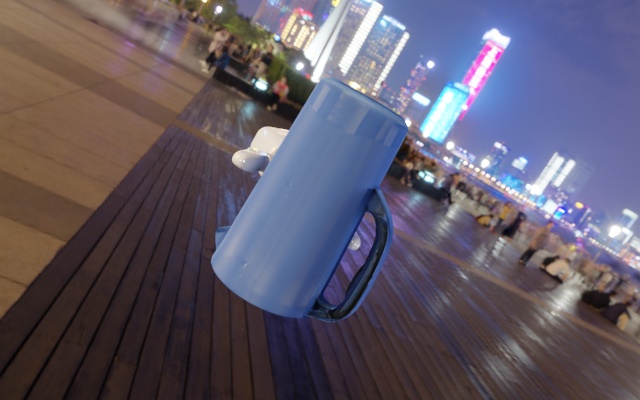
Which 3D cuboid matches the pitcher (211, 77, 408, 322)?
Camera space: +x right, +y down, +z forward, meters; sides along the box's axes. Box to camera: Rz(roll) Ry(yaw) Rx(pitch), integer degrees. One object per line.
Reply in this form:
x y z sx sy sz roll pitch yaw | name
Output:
0.000 0.002 0.521 0.149 0.243 0.145 25 13 -24 | pitcher
